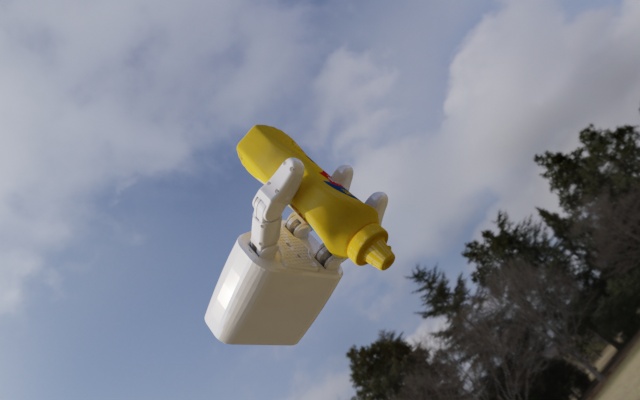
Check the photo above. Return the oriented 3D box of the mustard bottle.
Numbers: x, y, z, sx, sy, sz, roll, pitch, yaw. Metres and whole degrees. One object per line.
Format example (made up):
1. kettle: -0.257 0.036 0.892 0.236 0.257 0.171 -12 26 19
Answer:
1. mustard bottle: 0.000 0.001 0.469 0.191 0.058 0.096 43 1 33
